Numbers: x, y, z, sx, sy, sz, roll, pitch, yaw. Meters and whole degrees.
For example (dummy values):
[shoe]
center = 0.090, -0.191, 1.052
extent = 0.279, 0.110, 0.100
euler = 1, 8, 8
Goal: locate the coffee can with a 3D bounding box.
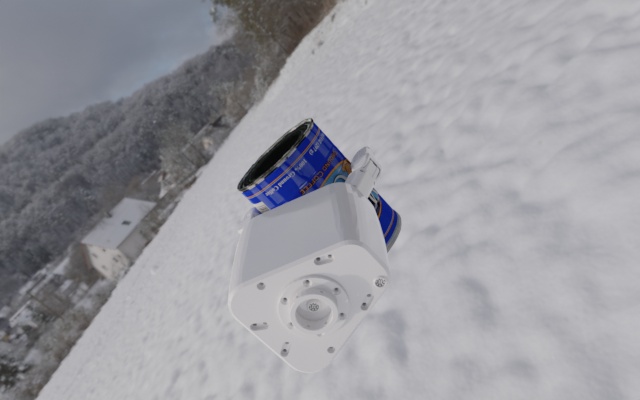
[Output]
[coffee can]
center = 0.000, 0.002, 0.491
extent = 0.140, 0.103, 0.103
euler = 46, -17, -17
